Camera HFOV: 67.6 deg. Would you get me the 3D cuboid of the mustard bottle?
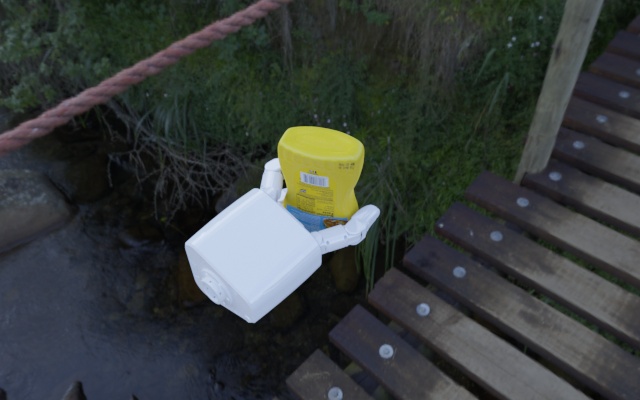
[{"bbox_3d":[0.000,0.002,0.596,0.096,0.192,0.058,12,46,11],"label":"mustard bottle"}]
